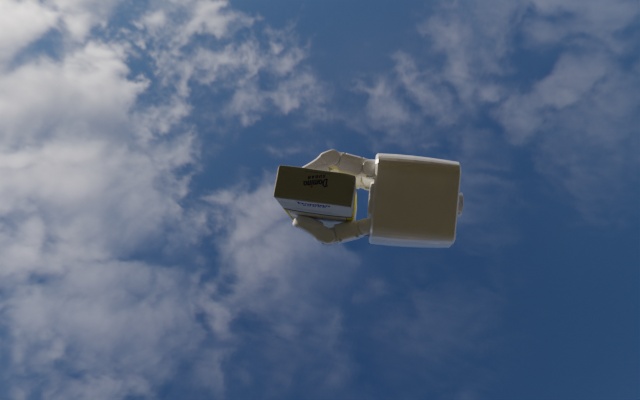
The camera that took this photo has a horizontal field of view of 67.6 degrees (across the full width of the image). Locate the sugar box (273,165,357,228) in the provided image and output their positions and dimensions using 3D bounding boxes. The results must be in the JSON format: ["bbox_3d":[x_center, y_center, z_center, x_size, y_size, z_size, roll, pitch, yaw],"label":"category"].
[{"bbox_3d":[0.000,0.002,0.625,0.093,0.048,0.176,8,-14,6],"label":"sugar box"}]
